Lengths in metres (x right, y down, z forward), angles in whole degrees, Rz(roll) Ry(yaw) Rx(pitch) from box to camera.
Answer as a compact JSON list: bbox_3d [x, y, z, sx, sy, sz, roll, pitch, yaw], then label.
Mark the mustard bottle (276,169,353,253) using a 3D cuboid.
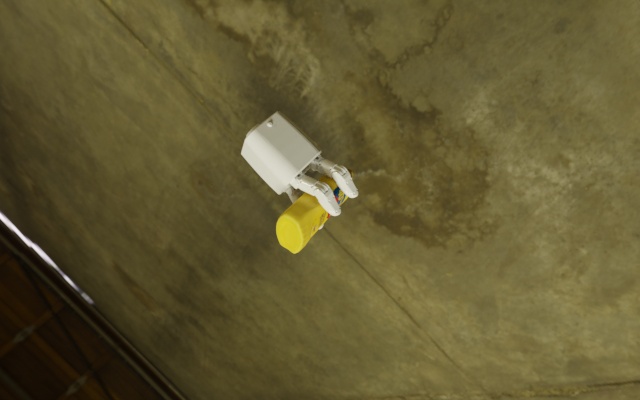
[{"bbox_3d":[0.000,0.003,0.853,0.058,0.096,0.191,31,53,18],"label":"mustard bottle"}]
